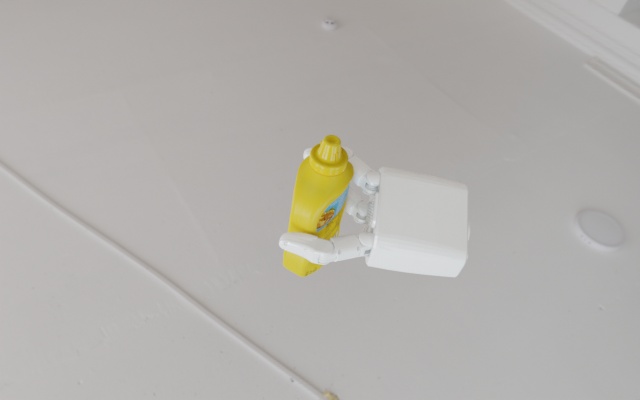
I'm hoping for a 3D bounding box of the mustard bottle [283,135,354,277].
[{"bbox_3d":[0.000,0.002,0.557,0.058,0.192,0.096,29,50,15],"label":"mustard bottle"}]
